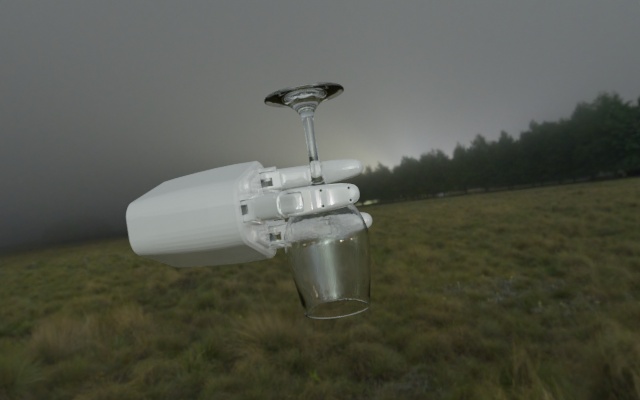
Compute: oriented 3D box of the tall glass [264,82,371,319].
[{"bbox_3d":[0.000,0.001,0.437,0.079,0.201,0.079,-9,-1,0],"label":"tall glass"}]
